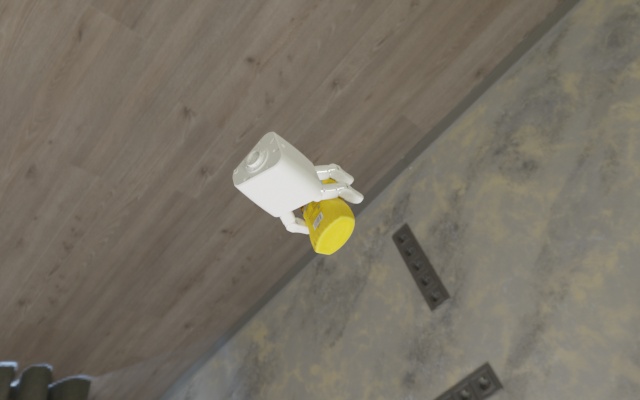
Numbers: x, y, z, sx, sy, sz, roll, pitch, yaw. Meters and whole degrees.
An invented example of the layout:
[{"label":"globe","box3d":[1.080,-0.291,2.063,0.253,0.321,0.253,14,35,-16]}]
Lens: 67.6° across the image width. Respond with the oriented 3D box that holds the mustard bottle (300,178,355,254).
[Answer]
[{"label":"mustard bottle","box3d":[0.000,0.003,0.899,0.058,0.096,0.191,13,35,-30]}]
